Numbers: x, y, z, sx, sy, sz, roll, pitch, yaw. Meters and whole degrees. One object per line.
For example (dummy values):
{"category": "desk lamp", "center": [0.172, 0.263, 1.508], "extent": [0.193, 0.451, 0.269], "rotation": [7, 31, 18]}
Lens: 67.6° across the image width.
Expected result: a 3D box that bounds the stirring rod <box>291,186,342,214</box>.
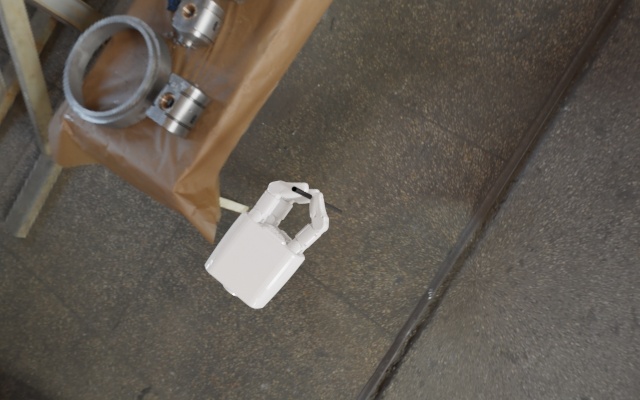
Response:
{"category": "stirring rod", "center": [0.000, 0.003, 0.772], "extent": [0.011, 0.011, 0.239], "rotation": [0, -9, 18]}
